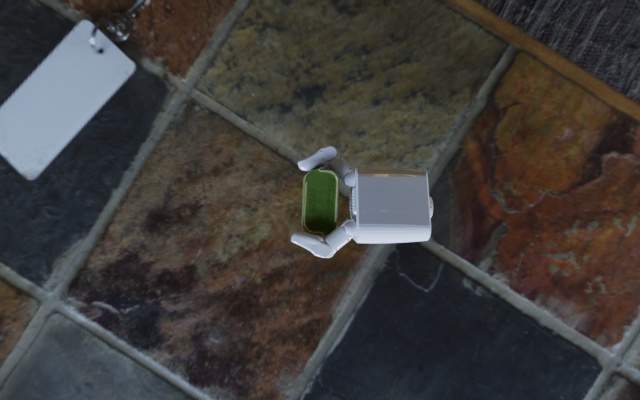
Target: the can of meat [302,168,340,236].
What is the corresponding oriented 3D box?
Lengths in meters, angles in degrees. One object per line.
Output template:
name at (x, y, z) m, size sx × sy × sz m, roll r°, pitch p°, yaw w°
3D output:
can of meat at (0.000, 0.002, 0.724) m, size 0.057 × 0.102 × 0.084 m, roll 2°, pitch 0°, yaw -1°
